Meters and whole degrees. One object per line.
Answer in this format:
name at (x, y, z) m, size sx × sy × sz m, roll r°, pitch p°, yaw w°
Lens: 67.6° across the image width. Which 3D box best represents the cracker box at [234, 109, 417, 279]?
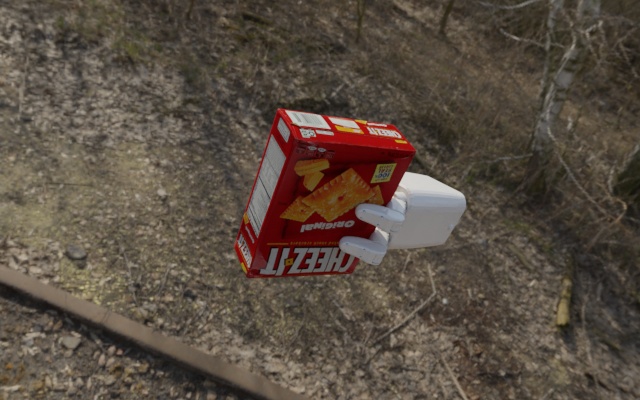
cracker box at (0.000, 0.002, 0.603) m, size 0.164 × 0.214 × 0.072 m, roll 3°, pitch 37°, yaw -29°
